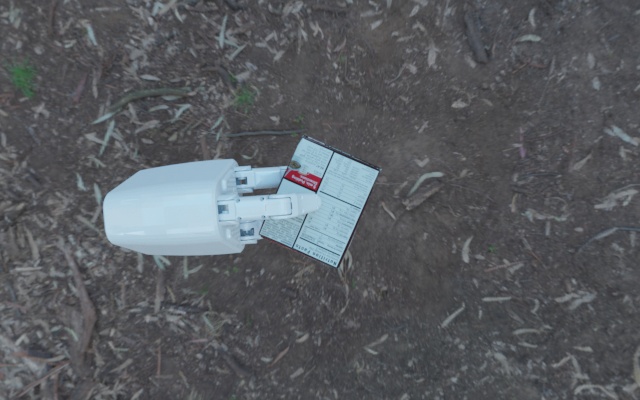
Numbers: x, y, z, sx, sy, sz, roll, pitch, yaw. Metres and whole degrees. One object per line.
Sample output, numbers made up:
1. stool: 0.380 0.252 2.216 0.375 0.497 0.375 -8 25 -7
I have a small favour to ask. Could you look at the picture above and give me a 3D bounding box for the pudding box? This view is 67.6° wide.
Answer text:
1. pudding box: 0.000 0.002 0.486 0.090 0.113 0.039 24 5 2
